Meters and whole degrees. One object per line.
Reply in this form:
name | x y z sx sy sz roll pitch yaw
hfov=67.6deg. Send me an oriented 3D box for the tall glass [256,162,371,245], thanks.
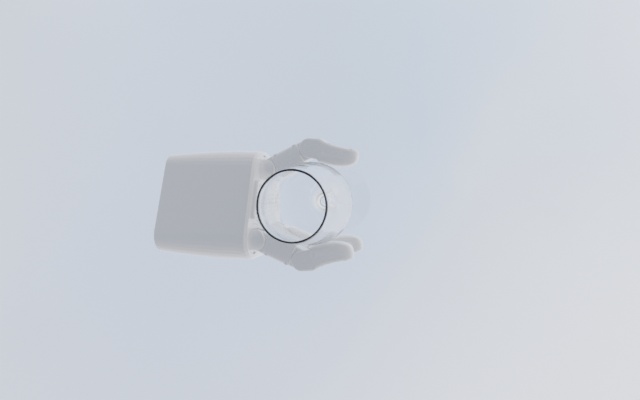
tall glass | 0.000 0.001 0.485 0.079 0.079 0.201 0 2 14
